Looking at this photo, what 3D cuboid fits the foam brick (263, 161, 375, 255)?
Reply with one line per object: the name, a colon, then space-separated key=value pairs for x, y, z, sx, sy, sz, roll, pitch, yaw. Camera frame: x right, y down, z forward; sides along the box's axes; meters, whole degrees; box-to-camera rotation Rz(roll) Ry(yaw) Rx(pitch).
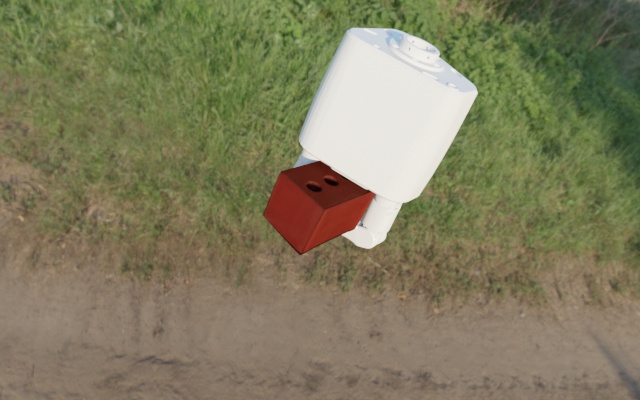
foam brick: x=0.000 y=0.002 z=0.413 sx=0.053 sy=0.051 sz=0.078 roll=43 pitch=38 yaw=22
